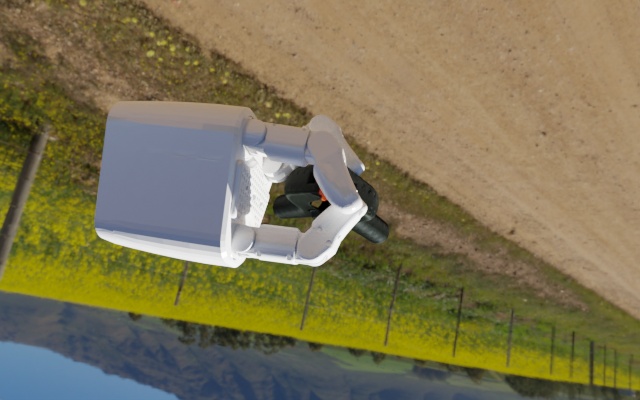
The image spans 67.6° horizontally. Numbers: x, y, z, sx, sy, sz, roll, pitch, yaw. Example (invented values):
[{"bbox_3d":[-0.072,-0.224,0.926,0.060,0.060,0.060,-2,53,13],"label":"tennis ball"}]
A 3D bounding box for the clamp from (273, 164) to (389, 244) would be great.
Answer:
[{"bbox_3d":[0.000,0.002,0.424,0.120,0.039,0.171,7,-17,11],"label":"clamp"}]
